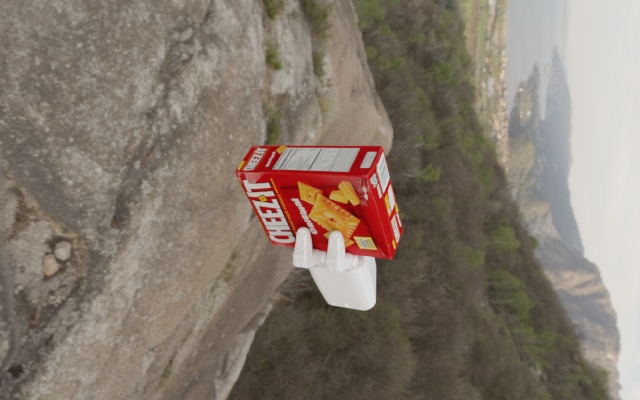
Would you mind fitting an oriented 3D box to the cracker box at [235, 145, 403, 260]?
[{"bbox_3d":[0.000,0.002,0.711,0.213,0.164,0.072,3,44,27],"label":"cracker box"}]
